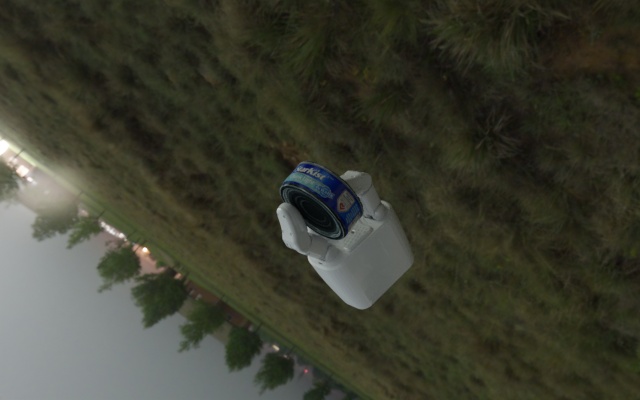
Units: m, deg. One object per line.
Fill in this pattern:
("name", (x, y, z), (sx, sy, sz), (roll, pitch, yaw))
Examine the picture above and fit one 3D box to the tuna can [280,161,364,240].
("tuna can", (0.000, 0.002, 0.493), (0.086, 0.033, 0.086), (33, -23, 16))
